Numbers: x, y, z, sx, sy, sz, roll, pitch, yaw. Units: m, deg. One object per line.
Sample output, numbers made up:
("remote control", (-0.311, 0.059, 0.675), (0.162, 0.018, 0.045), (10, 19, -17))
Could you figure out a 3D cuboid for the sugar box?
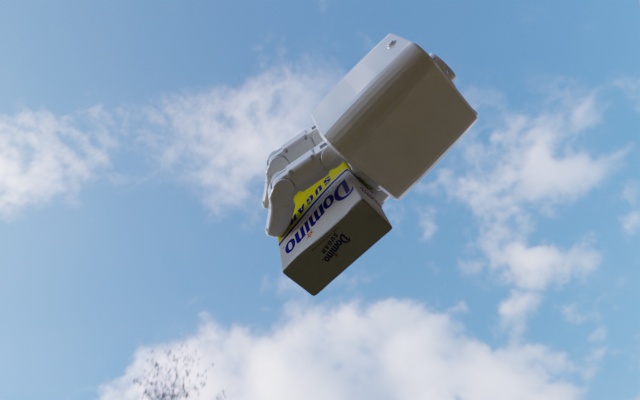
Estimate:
("sugar box", (0.000, 0.001, 0.461), (0.048, 0.093, 0.176), (42, 13, -23))
